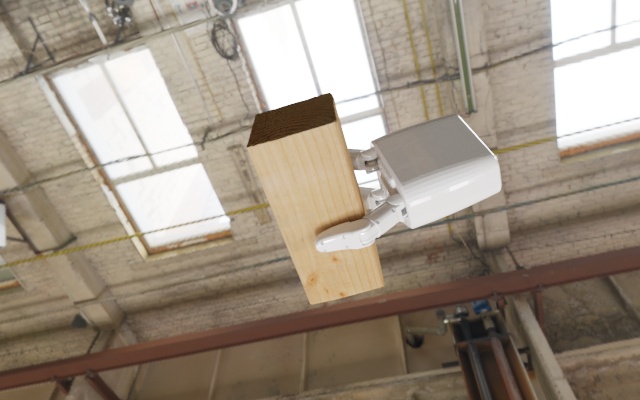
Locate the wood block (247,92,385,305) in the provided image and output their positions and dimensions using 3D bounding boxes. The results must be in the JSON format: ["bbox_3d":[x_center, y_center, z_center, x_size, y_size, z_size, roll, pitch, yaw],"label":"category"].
[{"bbox_3d":[0.001,0.002,0.526,0.090,0.206,0.090,-15,29,7],"label":"wood block"}]
